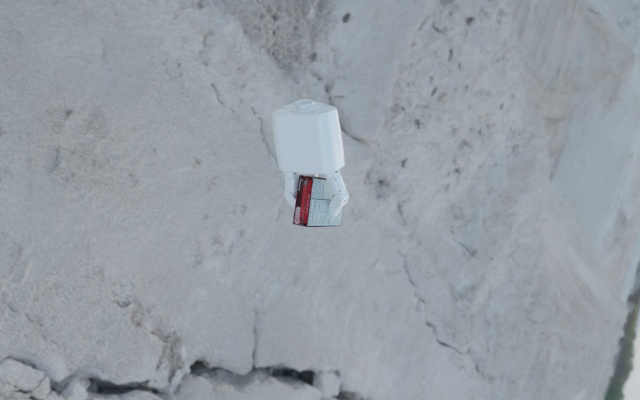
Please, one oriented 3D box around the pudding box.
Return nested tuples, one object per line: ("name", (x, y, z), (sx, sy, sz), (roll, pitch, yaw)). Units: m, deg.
("pudding box", (0.000, 0.003, 0.882), (0.039, 0.090, 0.113), (12, 5, 38))
